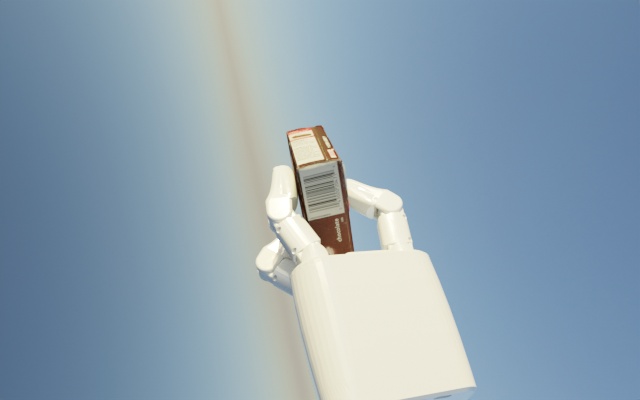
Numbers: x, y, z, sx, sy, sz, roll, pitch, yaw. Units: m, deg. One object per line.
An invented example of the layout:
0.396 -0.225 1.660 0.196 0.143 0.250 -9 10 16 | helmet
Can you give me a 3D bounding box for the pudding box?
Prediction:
0.000 0.001 0.421 0.039 0.113 0.090 -11 27 -6 | pudding box
